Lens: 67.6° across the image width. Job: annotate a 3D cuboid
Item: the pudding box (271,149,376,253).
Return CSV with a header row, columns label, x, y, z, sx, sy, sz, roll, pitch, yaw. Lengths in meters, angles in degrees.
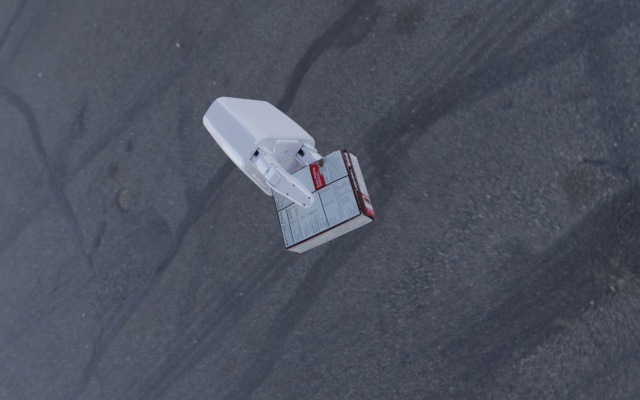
label,x,y,z,sx,sy,sz,roll,pitch,yaw
pudding box,0.000,0.002,0.573,0.113,0.090,0.039,-27,-23,26
